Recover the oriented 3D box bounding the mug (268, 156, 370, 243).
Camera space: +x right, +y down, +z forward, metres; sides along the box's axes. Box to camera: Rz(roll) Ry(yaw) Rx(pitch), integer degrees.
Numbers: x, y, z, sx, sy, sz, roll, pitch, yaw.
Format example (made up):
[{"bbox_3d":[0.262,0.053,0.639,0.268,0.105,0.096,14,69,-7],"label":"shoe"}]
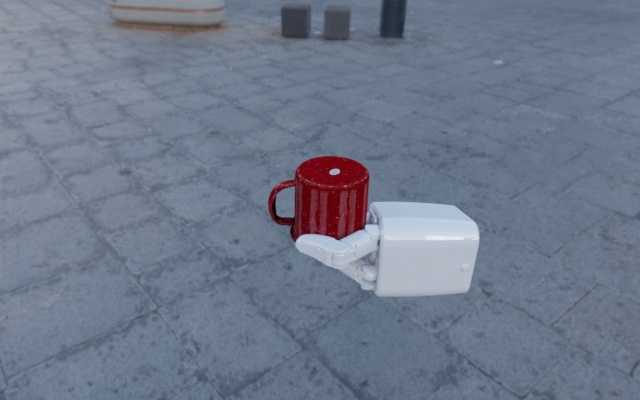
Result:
[{"bbox_3d":[-0.001,0.002,0.534,0.117,0.081,0.093,0,30,-3],"label":"mug"}]
